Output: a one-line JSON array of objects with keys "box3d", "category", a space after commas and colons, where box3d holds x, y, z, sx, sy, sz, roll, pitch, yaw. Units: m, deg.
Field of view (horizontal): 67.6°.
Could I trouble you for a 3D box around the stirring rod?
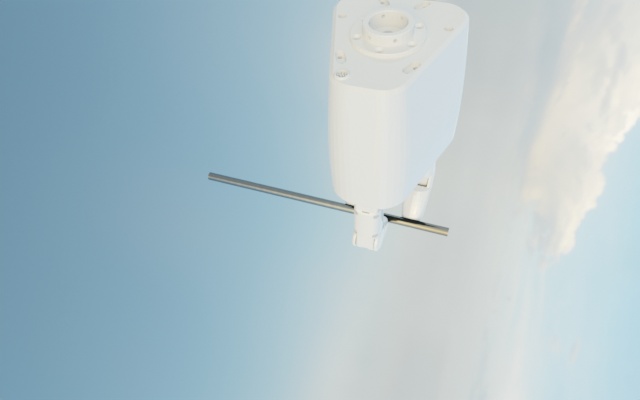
[{"box3d": [0.000, 0.001, 0.454, 0.239, 0.011, 0.011, 13, 4, 16], "category": "stirring rod"}]
